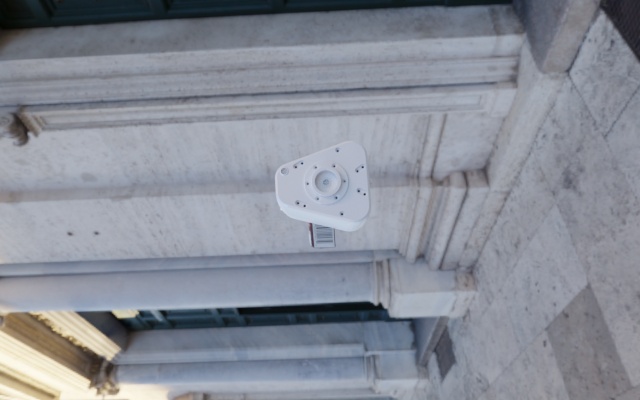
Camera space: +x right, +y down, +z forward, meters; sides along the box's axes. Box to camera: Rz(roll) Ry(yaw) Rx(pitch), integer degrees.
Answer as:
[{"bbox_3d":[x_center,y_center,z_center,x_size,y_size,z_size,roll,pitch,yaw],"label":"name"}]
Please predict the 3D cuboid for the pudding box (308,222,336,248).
[{"bbox_3d":[0.000,0.002,0.713,0.039,0.113,0.090,-2,21,0],"label":"pudding box"}]
